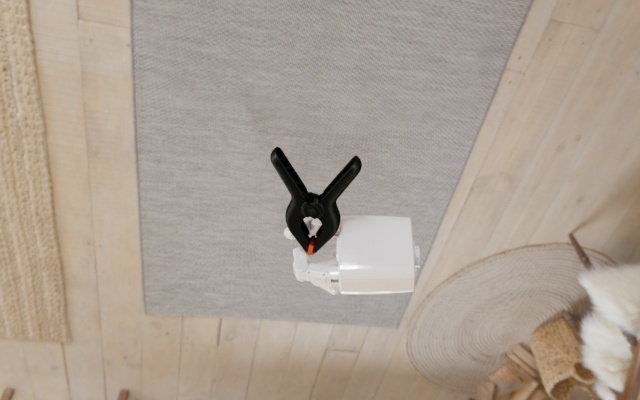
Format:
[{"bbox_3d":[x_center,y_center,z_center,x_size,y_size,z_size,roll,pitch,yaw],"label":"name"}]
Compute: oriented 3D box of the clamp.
[{"bbox_3d":[0.000,0.003,0.665,0.120,0.172,0.039,3,36,15],"label":"clamp"}]
